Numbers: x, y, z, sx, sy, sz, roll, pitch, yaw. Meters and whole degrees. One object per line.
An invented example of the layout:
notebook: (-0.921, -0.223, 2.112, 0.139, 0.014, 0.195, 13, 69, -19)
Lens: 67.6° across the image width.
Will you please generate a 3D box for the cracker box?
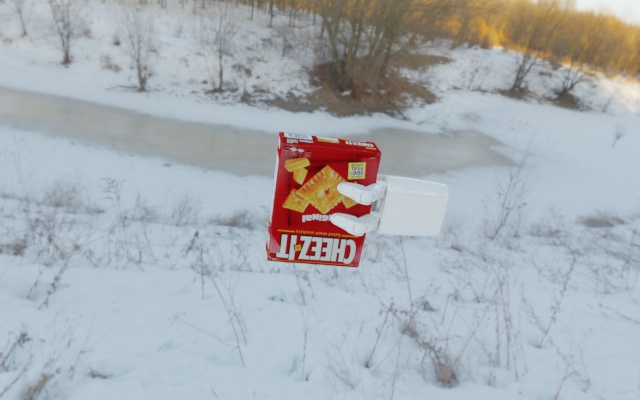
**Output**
cracker box: (0.000, 0.002, 0.804, 0.164, 0.214, 0.072, 6, 22, -8)
